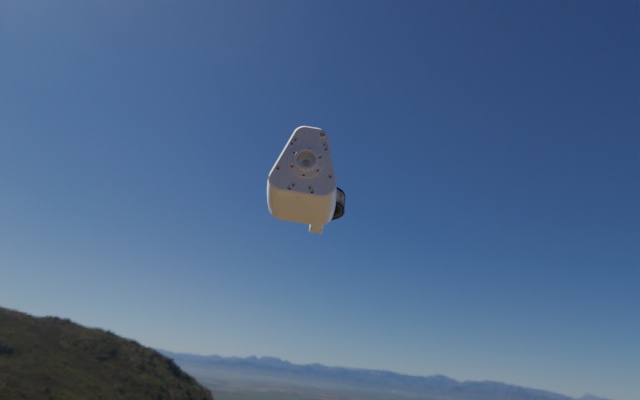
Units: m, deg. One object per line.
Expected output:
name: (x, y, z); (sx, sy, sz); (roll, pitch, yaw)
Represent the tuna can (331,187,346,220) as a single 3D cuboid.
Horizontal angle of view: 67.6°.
tuna can: (0.000, 0.002, 0.822); (0.086, 0.033, 0.086); (5, -25, 2)
